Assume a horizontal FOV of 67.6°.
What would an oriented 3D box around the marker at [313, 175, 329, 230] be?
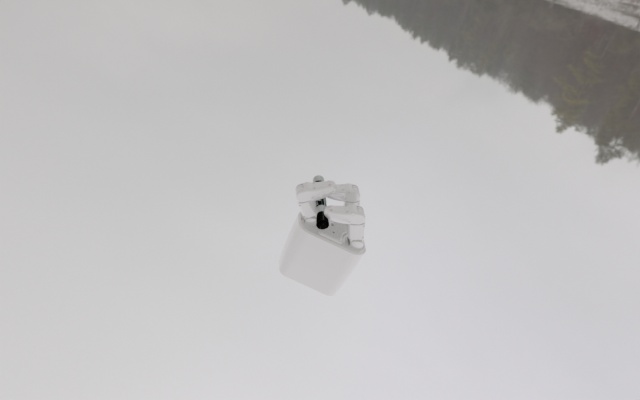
[{"bbox_3d":[0.000,0.002,0.725,0.020,0.020,0.121,0,37,-4],"label":"marker"}]
